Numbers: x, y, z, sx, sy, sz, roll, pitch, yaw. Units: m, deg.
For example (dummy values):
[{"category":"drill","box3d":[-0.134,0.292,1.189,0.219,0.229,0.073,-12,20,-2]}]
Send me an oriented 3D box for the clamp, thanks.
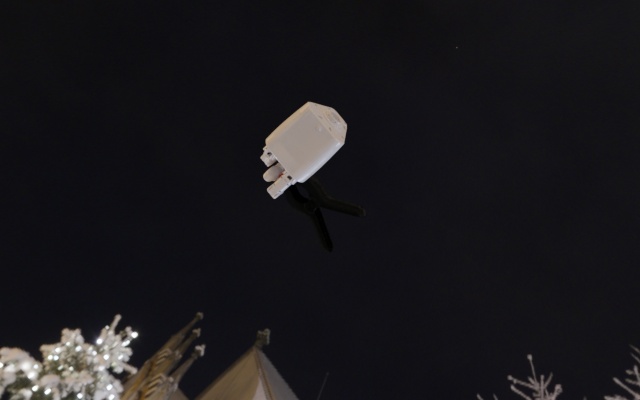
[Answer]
[{"category":"clamp","box3d":[0.000,0.003,0.868,0.120,0.171,0.039,-39,4,26]}]
